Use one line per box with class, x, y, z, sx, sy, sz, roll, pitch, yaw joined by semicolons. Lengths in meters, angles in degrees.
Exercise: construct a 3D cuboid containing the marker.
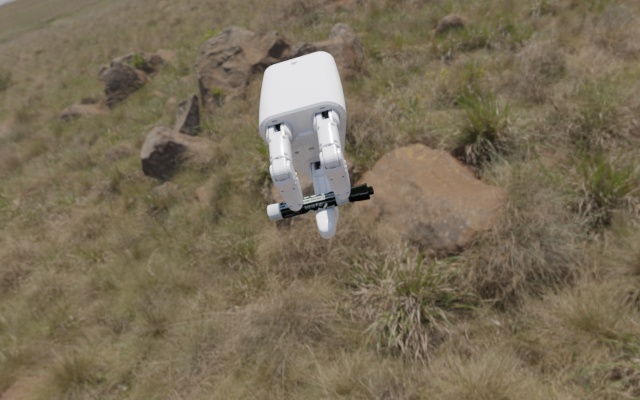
marker;0.000;0.002;0.535;0.121;0.020;0.020;-13;-2;10
